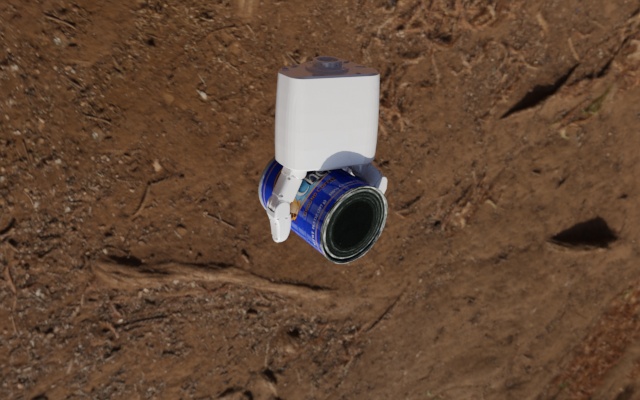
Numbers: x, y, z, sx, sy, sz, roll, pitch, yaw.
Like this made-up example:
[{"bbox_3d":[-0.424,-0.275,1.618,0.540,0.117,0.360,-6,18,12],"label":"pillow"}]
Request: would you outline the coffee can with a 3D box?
[{"bbox_3d":[0.000,0.002,0.609,0.103,0.103,0.140,0,24,-41],"label":"coffee can"}]
